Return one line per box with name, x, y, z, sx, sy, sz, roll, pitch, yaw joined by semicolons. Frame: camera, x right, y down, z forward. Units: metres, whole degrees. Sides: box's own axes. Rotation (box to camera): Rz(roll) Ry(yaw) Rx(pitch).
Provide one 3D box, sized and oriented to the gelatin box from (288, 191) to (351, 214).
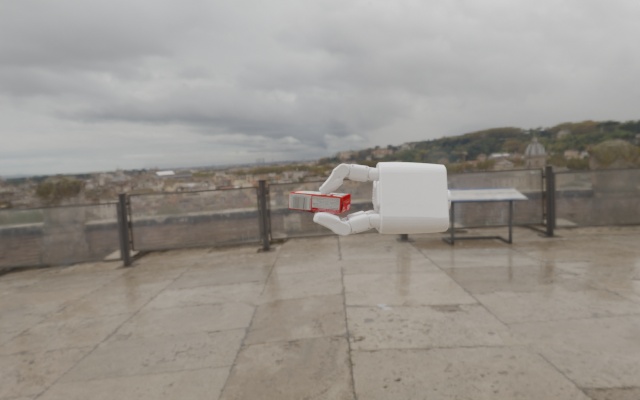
gelatin box;0.000;0.002;0.779;0.089;0.030;0.073;5;5;13
